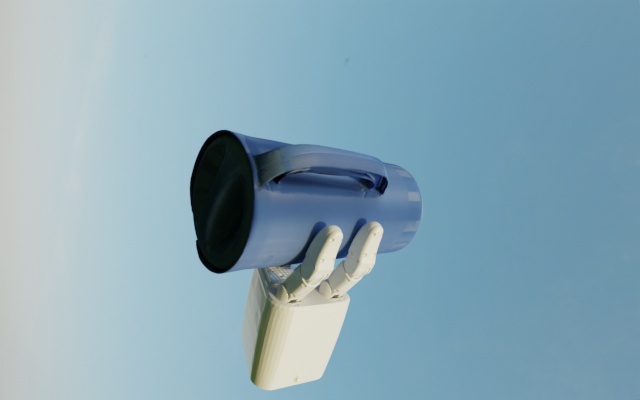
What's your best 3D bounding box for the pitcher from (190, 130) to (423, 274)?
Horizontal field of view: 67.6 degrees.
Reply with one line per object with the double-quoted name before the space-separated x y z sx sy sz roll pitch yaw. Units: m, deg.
"pitcher" 0.000 0.002 0.504 0.243 0.145 0.149 2 20 -38
